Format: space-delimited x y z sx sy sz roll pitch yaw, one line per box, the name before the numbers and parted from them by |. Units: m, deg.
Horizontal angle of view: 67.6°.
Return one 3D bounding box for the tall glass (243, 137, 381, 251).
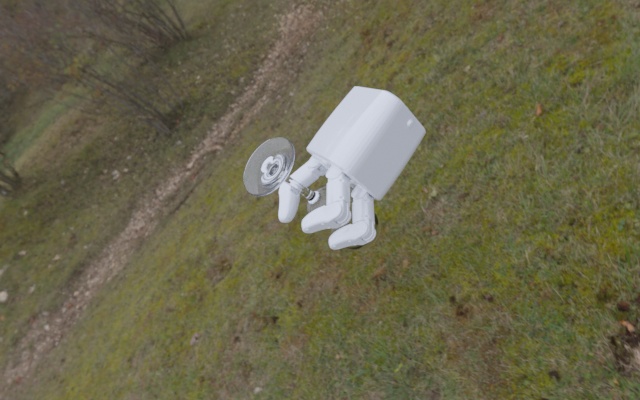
tall glass | 0.000 0.002 0.599 0.079 0.079 0.201 0 -24 40
